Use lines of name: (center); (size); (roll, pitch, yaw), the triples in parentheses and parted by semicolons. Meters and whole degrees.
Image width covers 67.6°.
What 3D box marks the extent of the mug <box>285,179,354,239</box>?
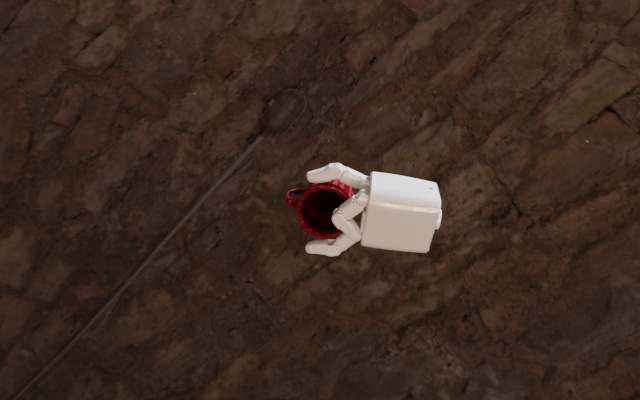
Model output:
mug: (-0.001, 0.002, 0.795); (0.117, 0.093, 0.081); (8, 25, 5)
